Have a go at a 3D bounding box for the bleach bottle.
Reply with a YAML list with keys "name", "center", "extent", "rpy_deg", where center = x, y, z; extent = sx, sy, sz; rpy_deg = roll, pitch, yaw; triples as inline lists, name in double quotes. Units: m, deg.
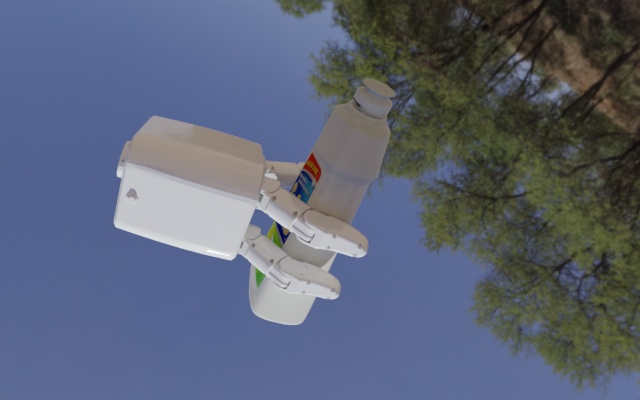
- name: "bleach bottle"
  center: [0.000, 0.002, 0.449]
  extent: [0.068, 0.251, 0.102]
  rpy_deg: [16, 33, -15]
